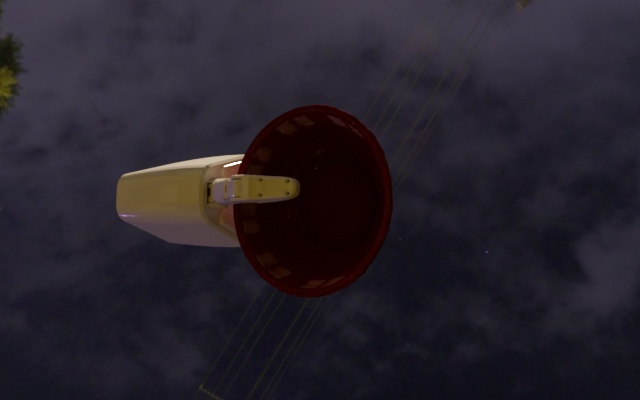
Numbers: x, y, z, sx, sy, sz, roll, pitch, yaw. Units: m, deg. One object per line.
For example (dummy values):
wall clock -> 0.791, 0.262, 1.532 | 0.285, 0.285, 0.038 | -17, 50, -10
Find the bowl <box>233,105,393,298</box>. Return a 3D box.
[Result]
bowl -> 0.001, 0.002, 0.421 | 0.162, 0.162, 0.055 | 0, -4, 33
